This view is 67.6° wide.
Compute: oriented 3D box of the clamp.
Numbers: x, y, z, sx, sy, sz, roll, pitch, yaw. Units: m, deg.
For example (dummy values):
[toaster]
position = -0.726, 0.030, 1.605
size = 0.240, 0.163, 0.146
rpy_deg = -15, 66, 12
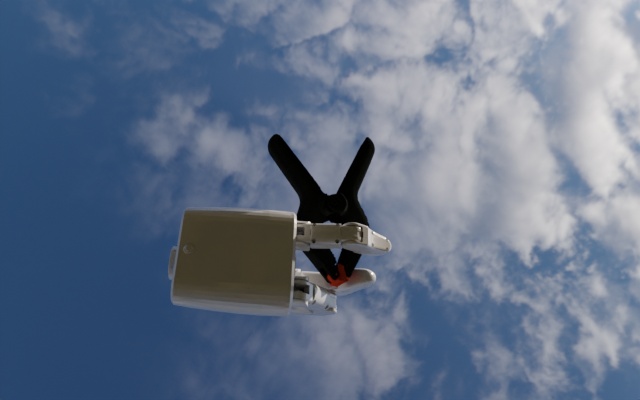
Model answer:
[clamp]
position = 0.000, 0.002, 0.502
size = 0.120, 0.171, 0.039
rpy_deg = 5, -25, -8
